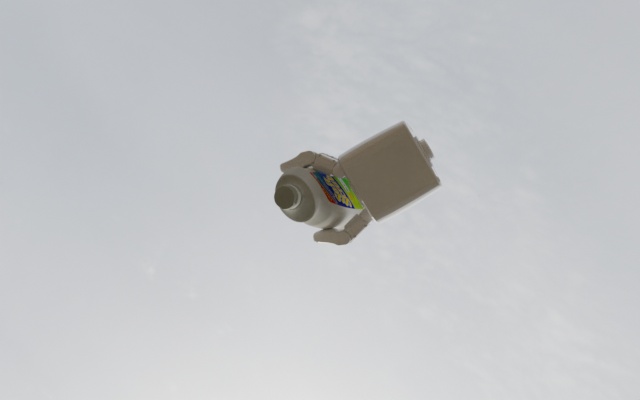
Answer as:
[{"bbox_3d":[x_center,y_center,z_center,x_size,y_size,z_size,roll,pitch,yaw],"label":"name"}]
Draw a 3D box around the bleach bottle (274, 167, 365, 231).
[{"bbox_3d":[0.000,0.002,0.699,0.068,0.102,0.251,-32,-9,16],"label":"bleach bottle"}]
